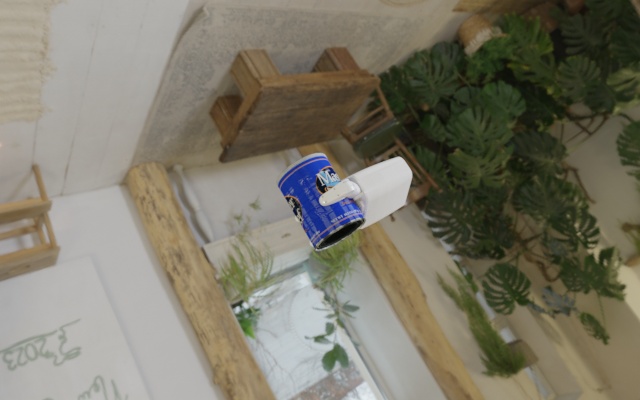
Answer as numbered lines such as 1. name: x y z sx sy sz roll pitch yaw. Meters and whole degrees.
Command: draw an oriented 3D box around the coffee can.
1. coffee can: 0.000 0.003 0.837 0.103 0.140 0.103 -29 -16 -9
